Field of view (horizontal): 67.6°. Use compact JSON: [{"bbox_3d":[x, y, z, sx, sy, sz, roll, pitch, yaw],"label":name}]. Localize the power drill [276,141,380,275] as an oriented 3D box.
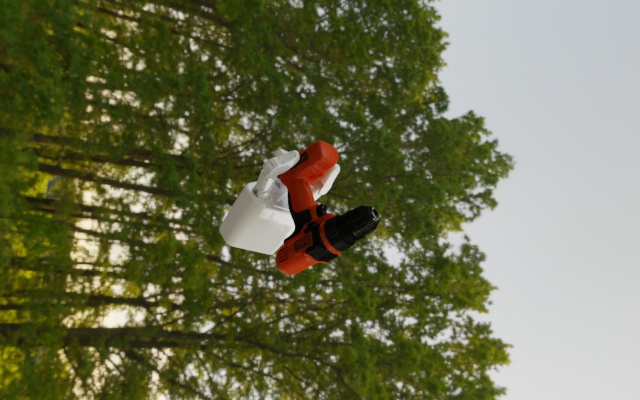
[{"bbox_3d":[0.000,0.002,0.731,0.184,0.187,0.057,-30,-41,29],"label":"power drill"}]
